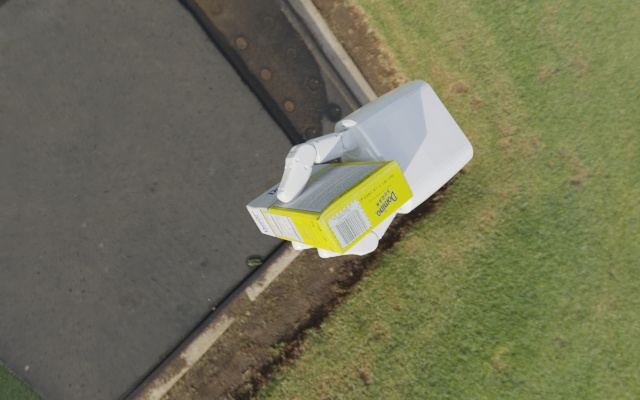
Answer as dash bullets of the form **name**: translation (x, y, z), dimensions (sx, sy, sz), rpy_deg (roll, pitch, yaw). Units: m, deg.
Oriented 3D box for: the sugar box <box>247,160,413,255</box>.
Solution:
- **sugar box**: translation (0.000, 0.002, 0.481), dimensions (0.093, 0.048, 0.176), rpy_deg (-36, 16, -22)
